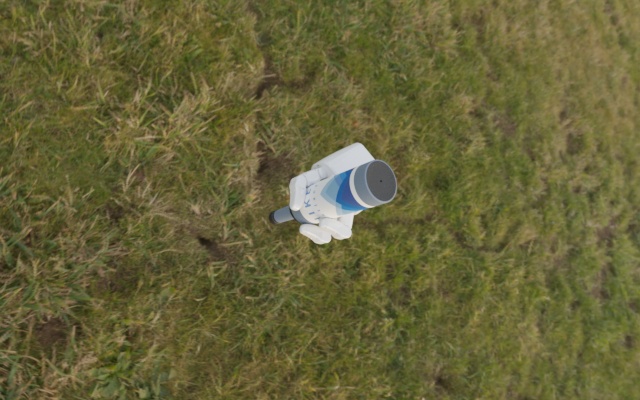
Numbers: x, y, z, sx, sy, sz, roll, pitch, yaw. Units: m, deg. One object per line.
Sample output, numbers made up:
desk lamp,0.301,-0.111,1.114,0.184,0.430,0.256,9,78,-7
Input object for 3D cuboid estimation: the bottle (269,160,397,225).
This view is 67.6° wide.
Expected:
bottle,0.000,0.003,0.816,0.069,0.069,0.296,0,-12,-39
